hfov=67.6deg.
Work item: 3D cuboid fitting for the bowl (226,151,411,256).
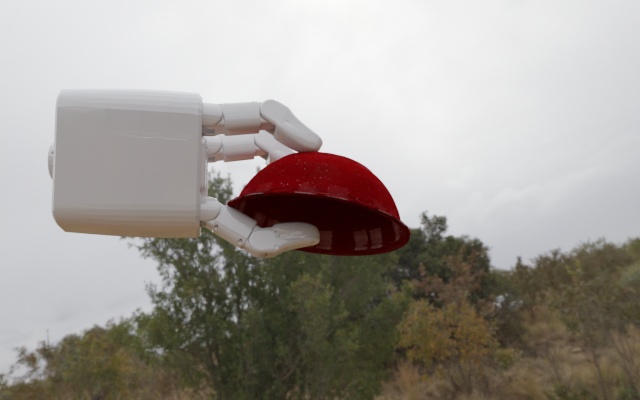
[{"bbox_3d":[0.001,0.001,0.425,0.162,0.055,0.162,8,-21,3],"label":"bowl"}]
